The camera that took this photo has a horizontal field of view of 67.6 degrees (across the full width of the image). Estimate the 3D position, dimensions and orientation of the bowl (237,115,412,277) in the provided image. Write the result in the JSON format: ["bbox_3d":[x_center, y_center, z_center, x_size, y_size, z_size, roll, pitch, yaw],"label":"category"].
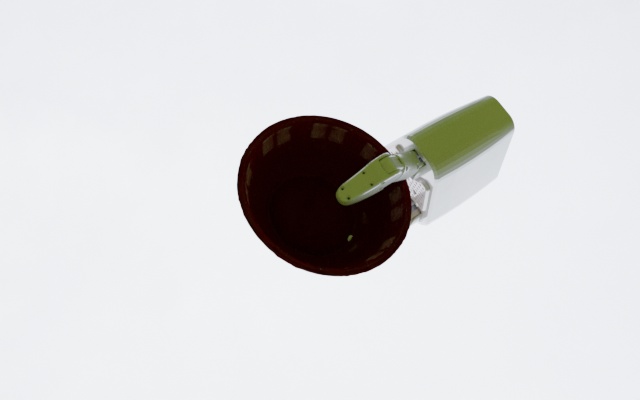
[{"bbox_3d":[-0.001,0.002,0.444,0.162,0.162,0.055,0,-27,-18],"label":"bowl"}]
